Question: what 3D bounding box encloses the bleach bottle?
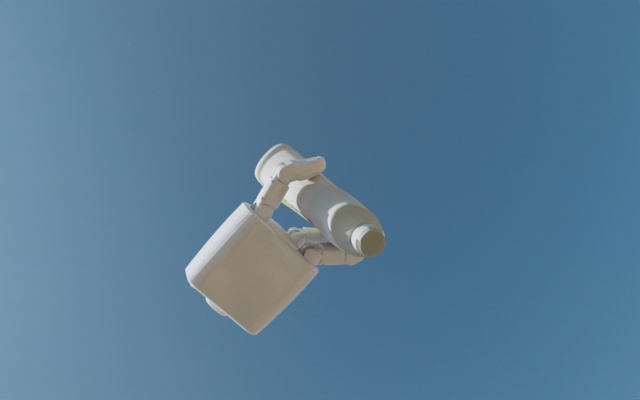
[{"bbox_3d":[0.000,0.002,0.574,0.103,0.068,0.250,42,-2,-27],"label":"bleach bottle"}]
